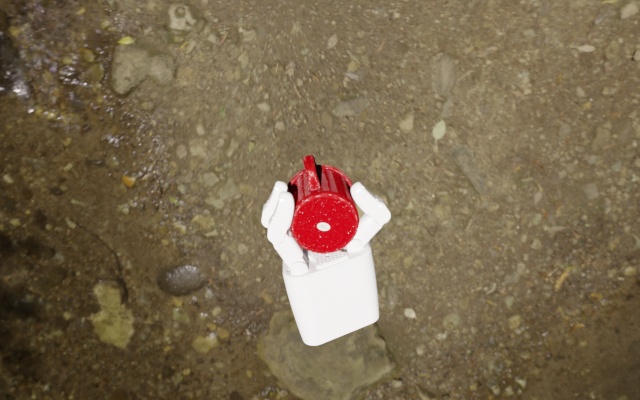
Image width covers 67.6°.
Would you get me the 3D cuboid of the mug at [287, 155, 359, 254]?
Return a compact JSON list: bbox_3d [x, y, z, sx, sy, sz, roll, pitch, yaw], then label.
[{"bbox_3d":[0.000,0.001,0.581,0.093,0.117,0.081,-12,24,1],"label":"mug"}]
